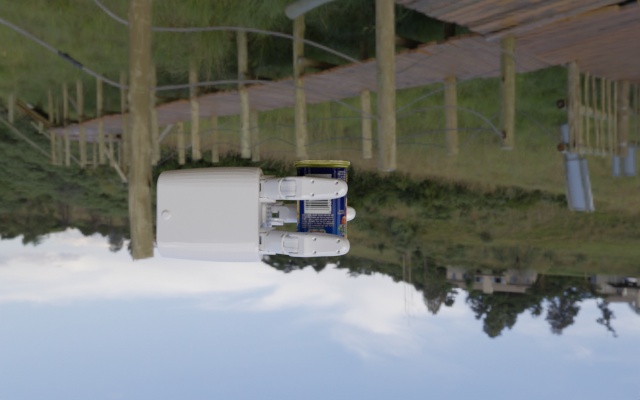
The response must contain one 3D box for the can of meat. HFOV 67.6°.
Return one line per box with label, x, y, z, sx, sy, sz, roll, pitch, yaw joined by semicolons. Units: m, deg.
can of meat;0.000;0.002;0.517;0.057;0.084;0.102;1;0;-2
